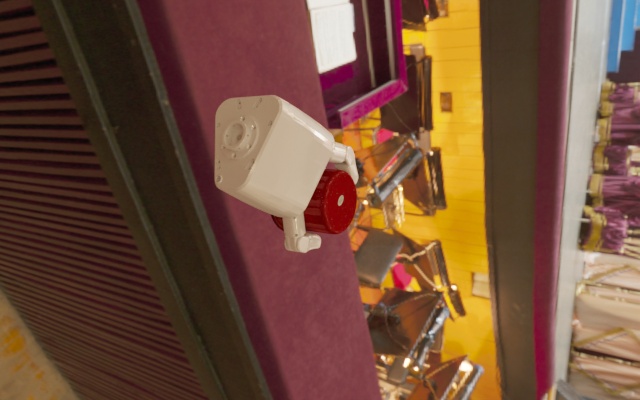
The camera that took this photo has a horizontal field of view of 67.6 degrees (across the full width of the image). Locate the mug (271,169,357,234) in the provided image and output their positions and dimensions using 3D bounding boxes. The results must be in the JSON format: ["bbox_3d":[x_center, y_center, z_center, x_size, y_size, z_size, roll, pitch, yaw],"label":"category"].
[{"bbox_3d":[0.001,0.002,0.627,0.081,0.093,0.117,6,-10,33],"label":"mug"}]
